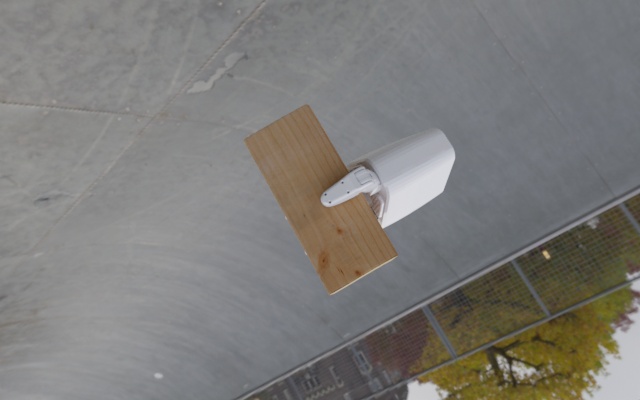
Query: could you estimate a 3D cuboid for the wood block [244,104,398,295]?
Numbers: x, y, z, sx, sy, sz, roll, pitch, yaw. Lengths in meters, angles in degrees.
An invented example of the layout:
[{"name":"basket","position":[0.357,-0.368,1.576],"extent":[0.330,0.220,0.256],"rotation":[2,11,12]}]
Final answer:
[{"name":"wood block","position":[0.000,0.002,0.583],"extent":[0.090,0.206,0.091],"rotation":[-30,-11,-2]}]
